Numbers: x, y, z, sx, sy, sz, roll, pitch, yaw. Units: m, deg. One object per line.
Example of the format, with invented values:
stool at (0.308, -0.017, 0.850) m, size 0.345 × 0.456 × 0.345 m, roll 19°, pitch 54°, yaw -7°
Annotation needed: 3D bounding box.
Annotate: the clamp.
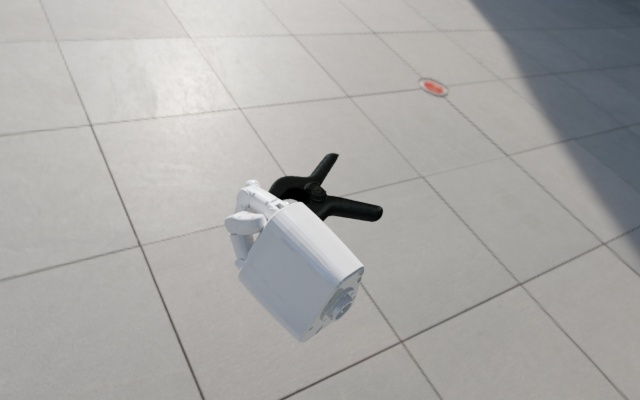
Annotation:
clamp at (0.000, 0.002, 0.612) m, size 0.120 × 0.039 × 0.171 m, roll 42°, pitch 47°, yaw 23°
